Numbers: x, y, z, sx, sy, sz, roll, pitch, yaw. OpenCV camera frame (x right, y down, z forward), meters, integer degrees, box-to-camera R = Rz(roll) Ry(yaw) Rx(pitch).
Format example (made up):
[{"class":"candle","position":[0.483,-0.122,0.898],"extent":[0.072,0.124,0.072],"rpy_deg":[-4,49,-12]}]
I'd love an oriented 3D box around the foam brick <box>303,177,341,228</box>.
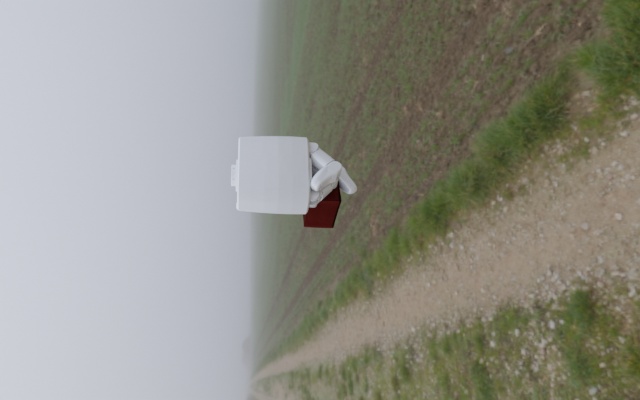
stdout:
[{"class":"foam brick","position":[0.000,0.003,0.781],"extent":[0.051,0.053,0.078],"rpy_deg":[1,-38,-10]}]
